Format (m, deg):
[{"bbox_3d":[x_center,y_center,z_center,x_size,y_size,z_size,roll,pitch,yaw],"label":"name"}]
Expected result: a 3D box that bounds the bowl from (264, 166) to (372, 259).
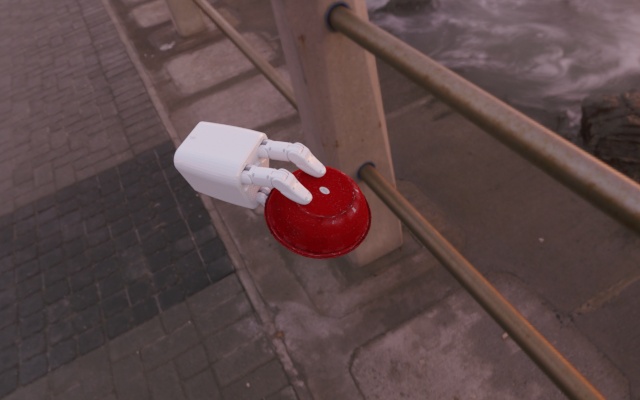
[{"bbox_3d":[0.001,0.002,0.694,0.162,0.162,0.055,0,-37,-9],"label":"bowl"}]
